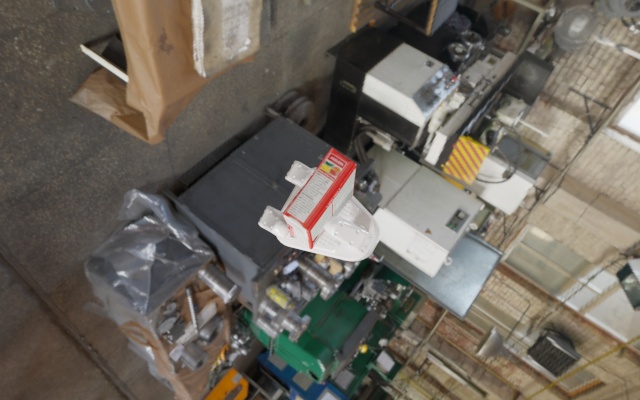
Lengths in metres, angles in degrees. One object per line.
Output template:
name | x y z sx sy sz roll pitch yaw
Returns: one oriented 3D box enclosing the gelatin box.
gelatin box | 0.000 0.002 0.442 0.030 0.073 0.089 34 -12 10
